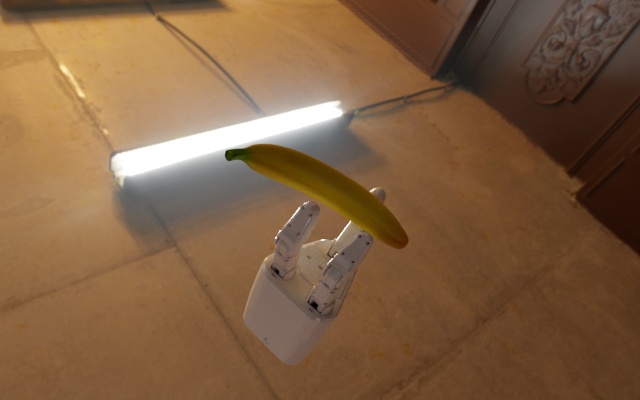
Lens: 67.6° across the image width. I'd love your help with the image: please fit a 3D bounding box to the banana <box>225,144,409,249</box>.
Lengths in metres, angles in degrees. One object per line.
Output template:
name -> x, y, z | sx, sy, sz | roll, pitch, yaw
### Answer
banana -> 0.001, -0.010, 0.487 | 0.198, 0.037, 0.069 | 26, 36, -4
